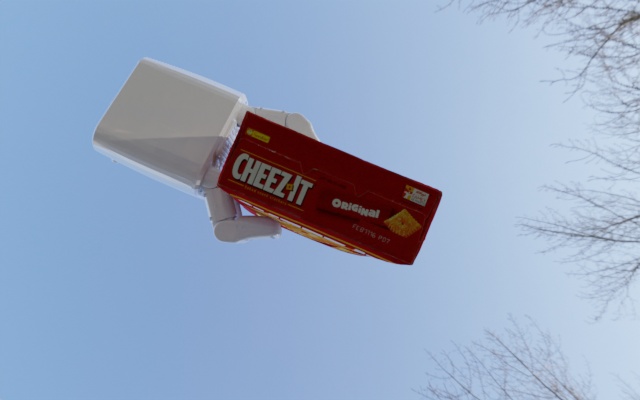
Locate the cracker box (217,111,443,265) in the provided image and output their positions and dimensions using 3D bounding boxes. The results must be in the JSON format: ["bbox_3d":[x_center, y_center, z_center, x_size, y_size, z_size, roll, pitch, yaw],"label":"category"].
[{"bbox_3d":[0.000,0.001,0.462,0.164,0.072,0.214,22,-5,-2],"label":"cracker box"}]
